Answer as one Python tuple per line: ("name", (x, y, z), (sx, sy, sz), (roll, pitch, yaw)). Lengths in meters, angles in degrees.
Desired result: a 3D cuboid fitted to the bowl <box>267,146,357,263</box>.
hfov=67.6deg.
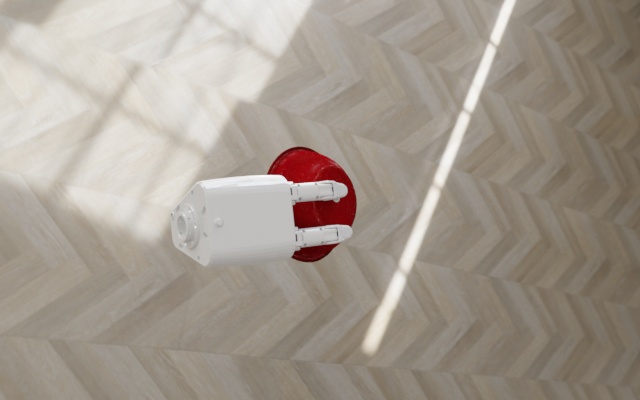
("bowl", (0.001, 0.002, 0.646), (0.055, 0.162, 0.162), (-9, -6, 41))
